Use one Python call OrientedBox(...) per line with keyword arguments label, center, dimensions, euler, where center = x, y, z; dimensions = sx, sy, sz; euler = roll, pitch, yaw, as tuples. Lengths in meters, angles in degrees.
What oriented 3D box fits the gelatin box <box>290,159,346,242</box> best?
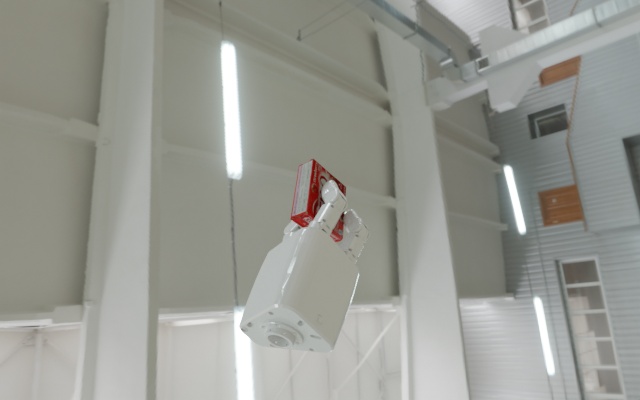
OrientedBox(label="gelatin box", center=(0.000, 0.002, 0.624), dimensions=(0.030, 0.089, 0.073), euler=(-22, -44, 33))
